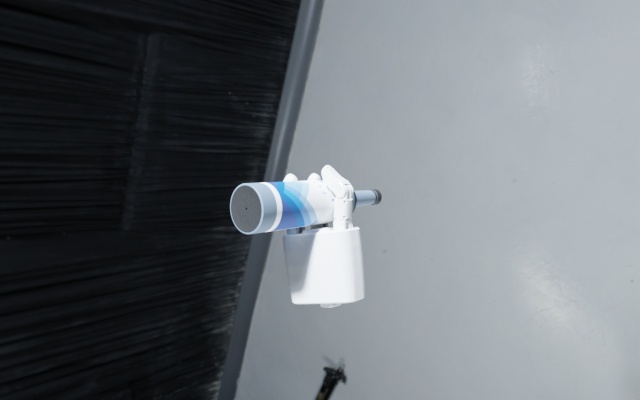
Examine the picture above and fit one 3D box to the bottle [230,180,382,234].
[{"bbox_3d":[0.000,0.002,0.728,0.069,0.069,0.295,0,3,41],"label":"bottle"}]
